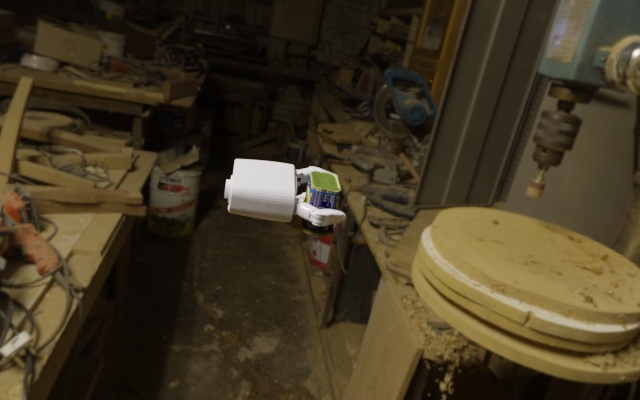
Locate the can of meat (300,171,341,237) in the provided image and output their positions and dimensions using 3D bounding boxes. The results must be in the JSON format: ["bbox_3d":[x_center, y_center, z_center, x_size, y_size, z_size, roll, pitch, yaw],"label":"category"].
[{"bbox_3d":[0.000,0.002,0.836,0.057,0.084,0.102,8,21,-8],"label":"can of meat"}]
